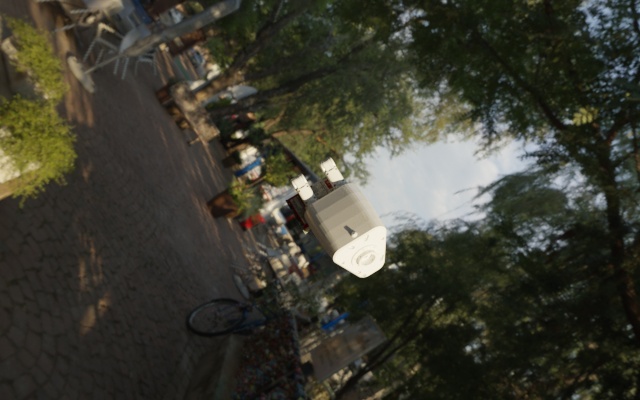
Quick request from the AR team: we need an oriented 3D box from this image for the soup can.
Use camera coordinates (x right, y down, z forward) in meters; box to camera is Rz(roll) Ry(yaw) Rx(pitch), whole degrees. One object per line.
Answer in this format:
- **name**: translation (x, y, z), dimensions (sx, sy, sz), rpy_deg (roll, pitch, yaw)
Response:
- **soup can**: translation (0.000, 0.002, 0.821), dimensions (0.102, 0.068, 0.068), rpy_deg (-31, 1, -2)
